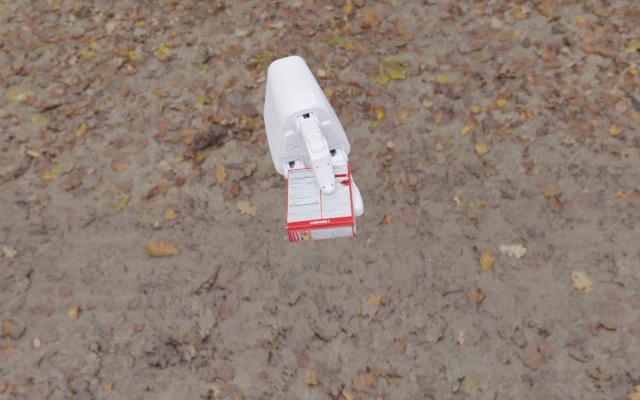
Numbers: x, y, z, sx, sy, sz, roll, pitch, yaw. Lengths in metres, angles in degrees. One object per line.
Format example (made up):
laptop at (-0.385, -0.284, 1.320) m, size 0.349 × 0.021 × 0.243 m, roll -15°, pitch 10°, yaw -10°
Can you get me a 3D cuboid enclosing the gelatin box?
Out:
gelatin box at (0.000, 0.002, 0.534) m, size 0.073 × 0.089 × 0.030 m, roll -6°, pitch -41°, yaw 4°
